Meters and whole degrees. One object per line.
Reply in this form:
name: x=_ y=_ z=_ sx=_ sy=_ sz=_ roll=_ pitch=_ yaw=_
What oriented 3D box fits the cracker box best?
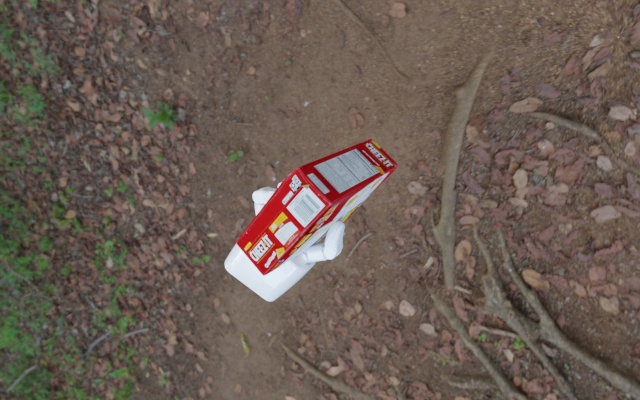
cracker box: x=0.000 y=0.002 z=0.693 sx=0.164 sy=0.072 sz=0.213 roll=-48 pitch=-11 yaw=34
